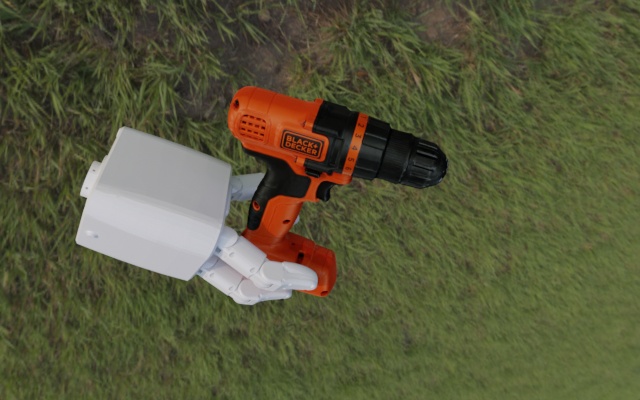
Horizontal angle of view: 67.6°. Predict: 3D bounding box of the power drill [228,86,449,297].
[{"bbox_3d":[0.000,0.002,0.435,0.184,0.188,0.057,18,35,2],"label":"power drill"}]
